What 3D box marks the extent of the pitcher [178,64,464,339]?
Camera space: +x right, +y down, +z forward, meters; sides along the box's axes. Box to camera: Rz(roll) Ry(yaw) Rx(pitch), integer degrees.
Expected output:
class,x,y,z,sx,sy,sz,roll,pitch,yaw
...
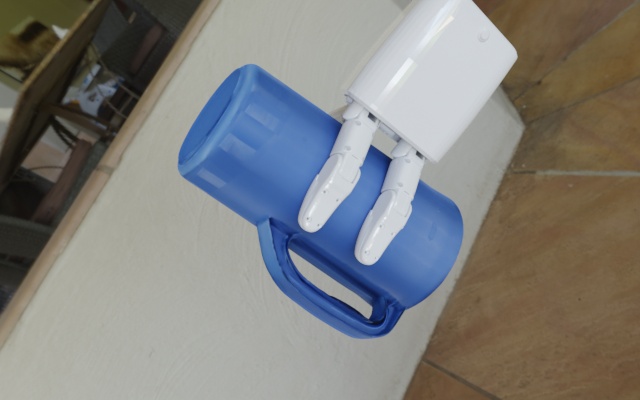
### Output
class,x,y,z,sx,sy,sz,roll,pitch,yaw
pitcher,0.000,0.001,0.423,0.243,0.145,0.149,34,11,-25
